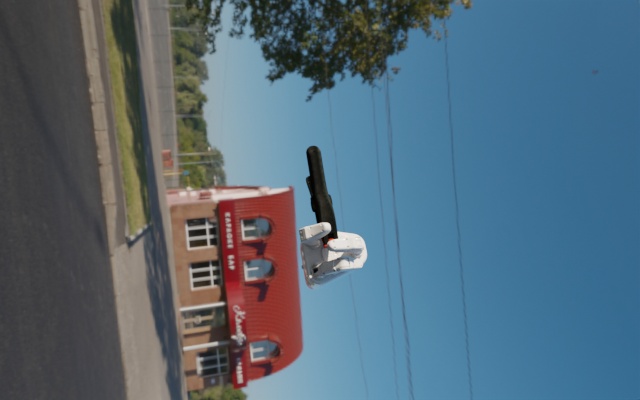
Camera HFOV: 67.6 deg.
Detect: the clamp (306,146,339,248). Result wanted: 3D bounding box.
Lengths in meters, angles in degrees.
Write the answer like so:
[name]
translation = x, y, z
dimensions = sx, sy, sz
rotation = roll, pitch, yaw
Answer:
[clamp]
translation = 0.001, 0.003, 0.831
dimensions = 0.039, 0.171, 0.120
rotation = -10, -15, -1
